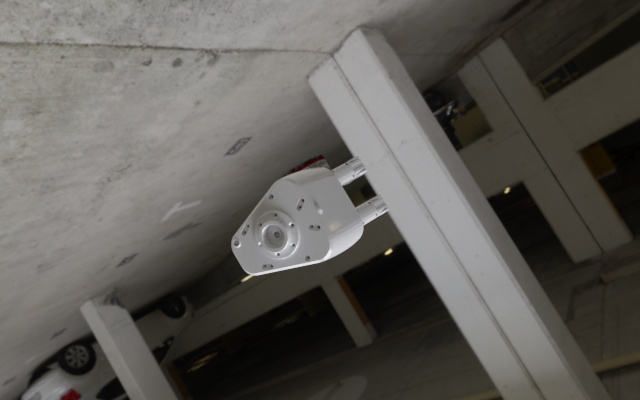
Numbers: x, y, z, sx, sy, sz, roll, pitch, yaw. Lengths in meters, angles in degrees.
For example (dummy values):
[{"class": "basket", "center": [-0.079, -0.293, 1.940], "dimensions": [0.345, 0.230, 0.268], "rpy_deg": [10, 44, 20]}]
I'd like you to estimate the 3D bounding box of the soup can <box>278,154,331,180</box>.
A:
[{"class": "soup can", "center": [0.000, 0.002, 0.607], "dimensions": [0.068, 0.102, 0.068], "rpy_deg": [-31, -4, -2]}]
